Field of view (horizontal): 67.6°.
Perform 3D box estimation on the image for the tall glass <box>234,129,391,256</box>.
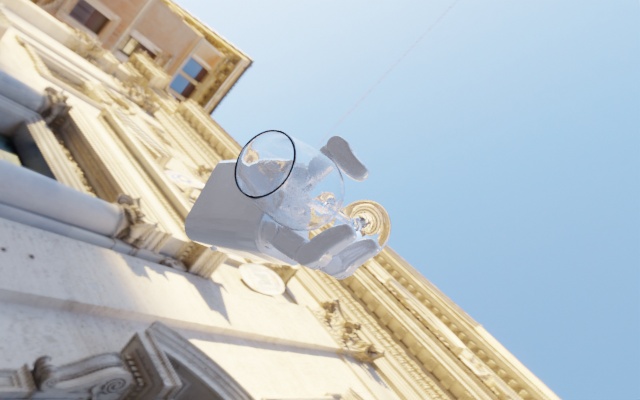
[{"bbox_3d":[0.001,0.002,0.476,0.079,0.079,0.201,0,-19,30],"label":"tall glass"}]
